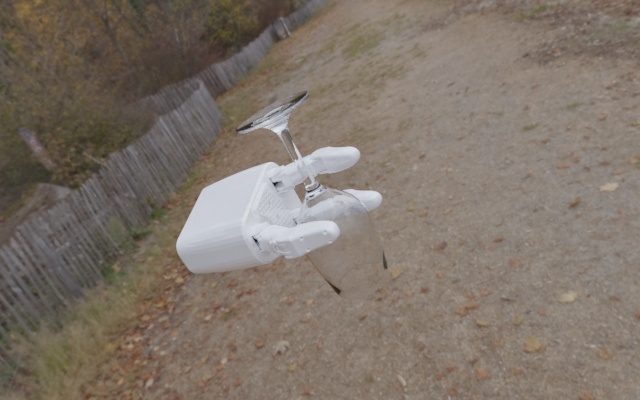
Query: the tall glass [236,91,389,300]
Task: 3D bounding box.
[{"bbox_3d":[0.000,0.001,0.465,0.079,0.201,0.079,-25,21,10],"label":"tall glass"}]
